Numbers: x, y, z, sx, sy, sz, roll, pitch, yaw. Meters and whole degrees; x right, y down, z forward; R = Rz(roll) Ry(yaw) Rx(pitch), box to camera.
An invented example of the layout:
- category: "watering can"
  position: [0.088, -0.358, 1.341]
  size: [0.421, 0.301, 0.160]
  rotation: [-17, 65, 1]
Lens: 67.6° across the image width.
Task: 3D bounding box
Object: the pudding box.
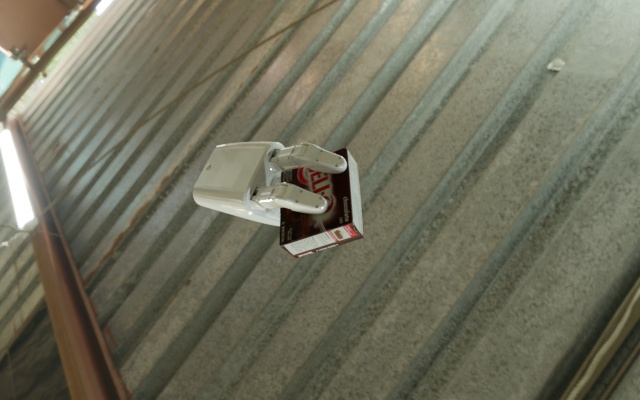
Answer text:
- category: "pudding box"
  position: [0.000, 0.002, 0.550]
  size: [0.090, 0.113, 0.039]
  rotation: [-20, -39, 21]
